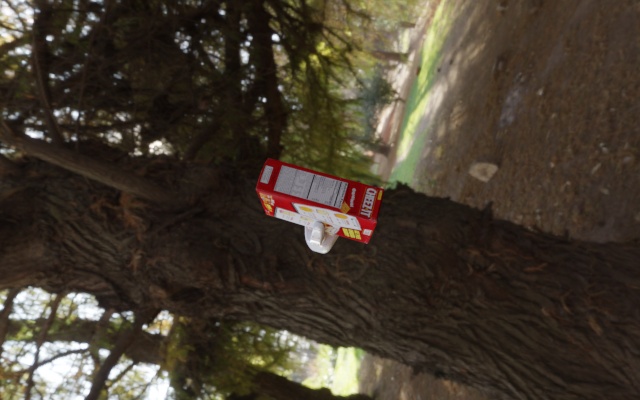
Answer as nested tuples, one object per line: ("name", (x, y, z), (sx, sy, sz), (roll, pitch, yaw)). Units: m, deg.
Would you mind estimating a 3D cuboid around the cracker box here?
("cracker box", (0.000, 0.003, 0.880), (0.213, 0.072, 0.164), (15, -17, 5))
